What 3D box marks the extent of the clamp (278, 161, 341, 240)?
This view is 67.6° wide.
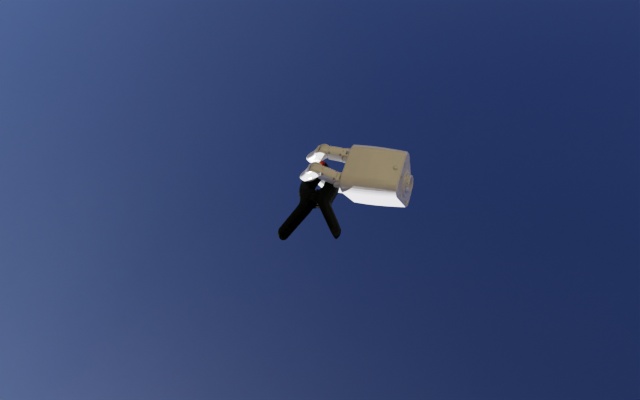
[{"bbox_3d":[0.000,0.003,0.875,0.120,0.171,0.039,8,-28,24],"label":"clamp"}]
